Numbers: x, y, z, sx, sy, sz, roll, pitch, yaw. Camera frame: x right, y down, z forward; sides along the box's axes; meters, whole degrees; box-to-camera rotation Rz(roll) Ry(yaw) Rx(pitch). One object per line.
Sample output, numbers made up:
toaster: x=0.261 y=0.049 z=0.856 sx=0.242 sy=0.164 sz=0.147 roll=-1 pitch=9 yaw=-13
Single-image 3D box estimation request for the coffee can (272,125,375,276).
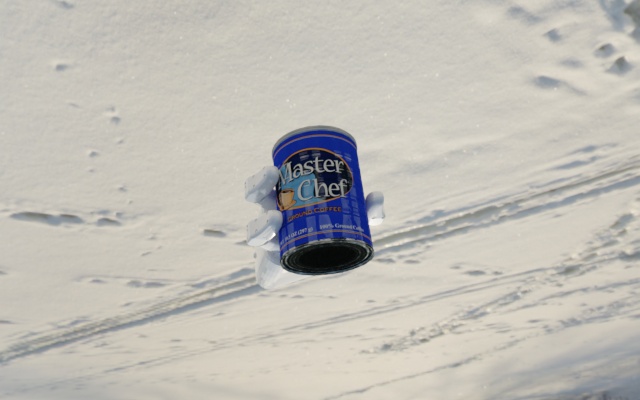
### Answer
coffee can: x=0.000 y=0.002 z=0.540 sx=0.103 sy=0.140 sz=0.103 roll=-5 pitch=-27 yaw=-3
